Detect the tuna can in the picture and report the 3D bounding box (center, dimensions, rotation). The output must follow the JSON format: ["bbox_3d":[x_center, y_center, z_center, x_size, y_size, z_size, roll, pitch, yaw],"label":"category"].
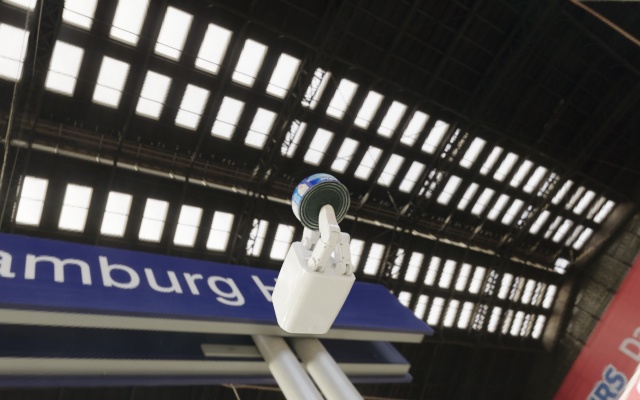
[{"bbox_3d":[0.000,0.002,0.729,0.086,0.086,0.033,0,27,-28],"label":"tuna can"}]
